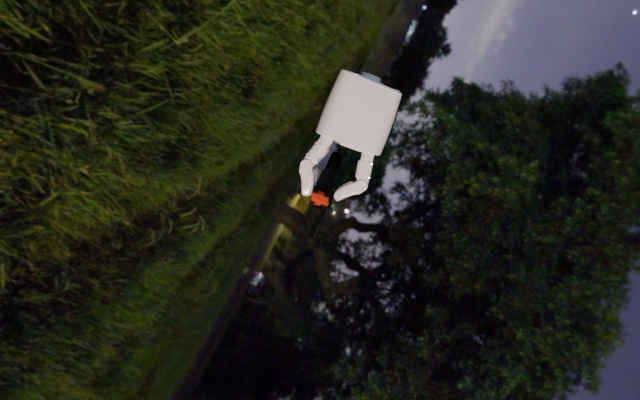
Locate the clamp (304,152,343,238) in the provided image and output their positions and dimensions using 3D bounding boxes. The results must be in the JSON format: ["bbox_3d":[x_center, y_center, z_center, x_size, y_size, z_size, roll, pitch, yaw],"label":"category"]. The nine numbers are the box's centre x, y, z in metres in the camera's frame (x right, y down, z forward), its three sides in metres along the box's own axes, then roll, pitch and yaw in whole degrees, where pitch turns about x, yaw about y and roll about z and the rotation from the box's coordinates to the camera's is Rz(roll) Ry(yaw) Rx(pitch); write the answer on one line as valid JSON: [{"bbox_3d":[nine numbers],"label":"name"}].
[{"bbox_3d":[0.001,0.003,0.796,0.036,0.164,0.210,18,10,1],"label":"clamp"}]
